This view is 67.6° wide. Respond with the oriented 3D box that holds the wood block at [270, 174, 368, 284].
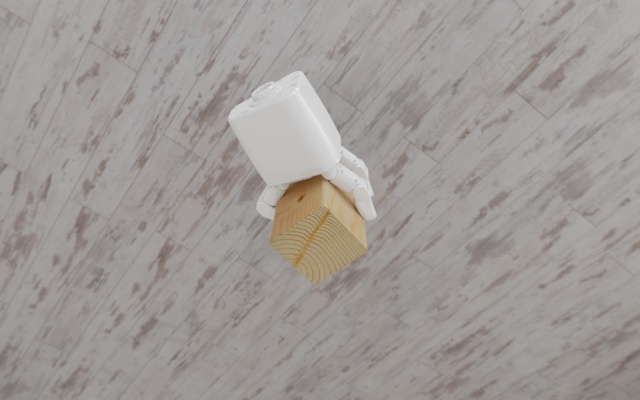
[{"bbox_3d":[0.000,0.002,0.668,0.091,0.090,0.206,-34,25,21],"label":"wood block"}]
